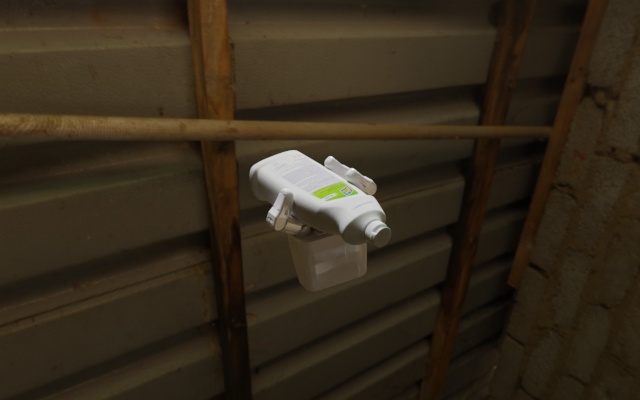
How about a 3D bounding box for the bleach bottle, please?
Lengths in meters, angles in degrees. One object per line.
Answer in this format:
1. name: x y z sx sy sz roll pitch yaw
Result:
1. bleach bottle: 0.000 0.002 0.688 0.102 0.068 0.250 -26 36 -26
